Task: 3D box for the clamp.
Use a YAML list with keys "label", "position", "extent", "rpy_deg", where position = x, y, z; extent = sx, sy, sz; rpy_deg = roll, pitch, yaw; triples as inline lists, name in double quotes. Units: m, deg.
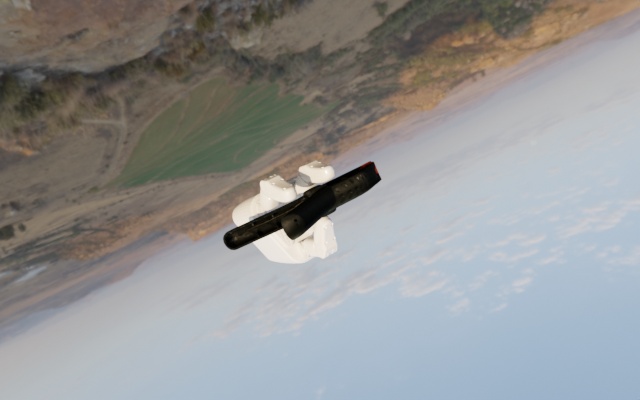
- label: "clamp"
  position: [0.001, 0.002, 0.561]
  extent: [0.210, 0.036, 0.164]
  rpy_deg: [-28, 8, -27]
